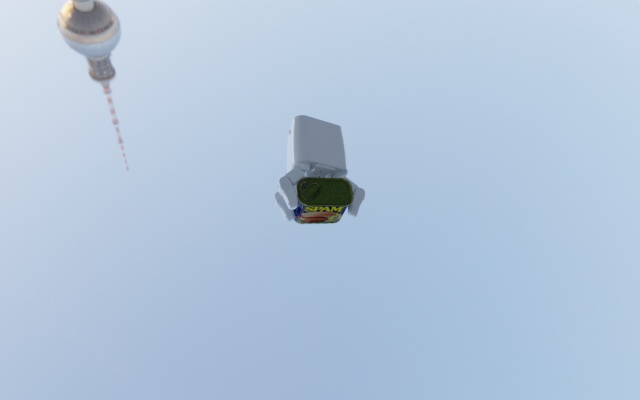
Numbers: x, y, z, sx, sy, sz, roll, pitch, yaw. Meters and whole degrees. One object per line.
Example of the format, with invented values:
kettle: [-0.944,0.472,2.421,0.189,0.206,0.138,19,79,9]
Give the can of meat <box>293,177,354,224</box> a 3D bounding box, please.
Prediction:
can of meat: [0.000,0.003,0.879,0.102,0.057,0.084,1,-28,-13]
